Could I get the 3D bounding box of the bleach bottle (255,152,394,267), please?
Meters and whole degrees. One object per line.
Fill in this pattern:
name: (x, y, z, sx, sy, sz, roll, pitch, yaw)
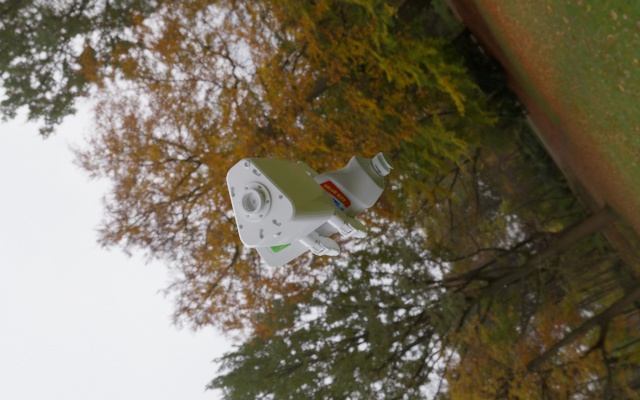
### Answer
bleach bottle: (0.000, 0.003, 0.736, 0.251, 0.102, 0.068, -36, -15, 24)
